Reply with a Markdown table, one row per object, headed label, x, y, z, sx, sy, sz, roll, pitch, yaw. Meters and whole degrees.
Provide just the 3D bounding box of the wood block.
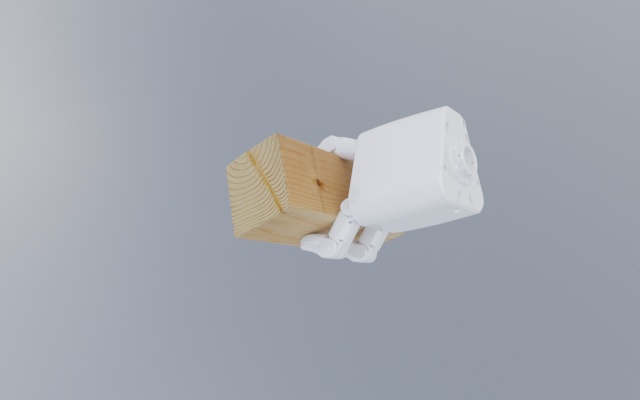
| label | x | y | z | sx | sy | sz | roll | pitch | yaw |
| --- | --- | --- | --- | --- | --- | --- | --- | --- | --- |
| wood block | 0.000 | 0.001 | 0.576 | 0.090 | 0.090 | 0.206 | -28 | -28 | 35 |
